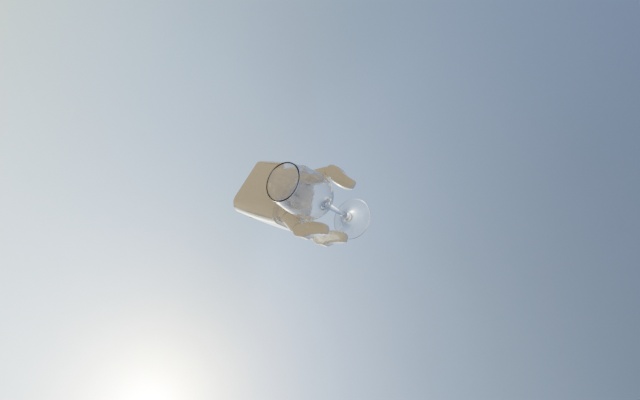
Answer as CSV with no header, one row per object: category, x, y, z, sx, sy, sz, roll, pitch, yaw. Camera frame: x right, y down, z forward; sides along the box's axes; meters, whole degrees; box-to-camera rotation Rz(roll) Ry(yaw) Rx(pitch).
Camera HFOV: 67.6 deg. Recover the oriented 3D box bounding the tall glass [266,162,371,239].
tall glass,0.001,0.003,0.766,0.079,0.079,0.201,0,-18,35
